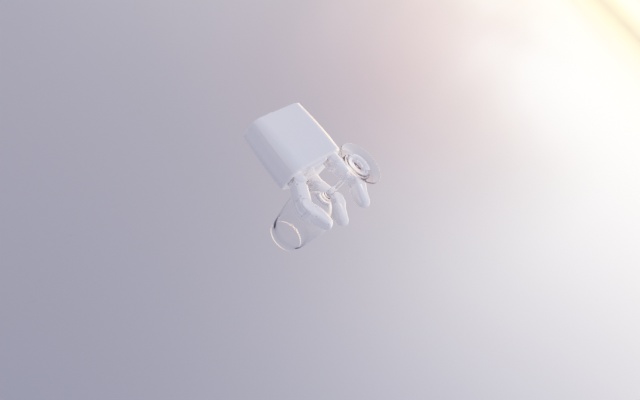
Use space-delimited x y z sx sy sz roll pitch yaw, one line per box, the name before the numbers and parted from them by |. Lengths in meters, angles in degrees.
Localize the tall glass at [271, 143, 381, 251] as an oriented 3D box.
tall glass | 0.001 0.002 0.743 0.079 0.079 0.201 0 -35 -45
